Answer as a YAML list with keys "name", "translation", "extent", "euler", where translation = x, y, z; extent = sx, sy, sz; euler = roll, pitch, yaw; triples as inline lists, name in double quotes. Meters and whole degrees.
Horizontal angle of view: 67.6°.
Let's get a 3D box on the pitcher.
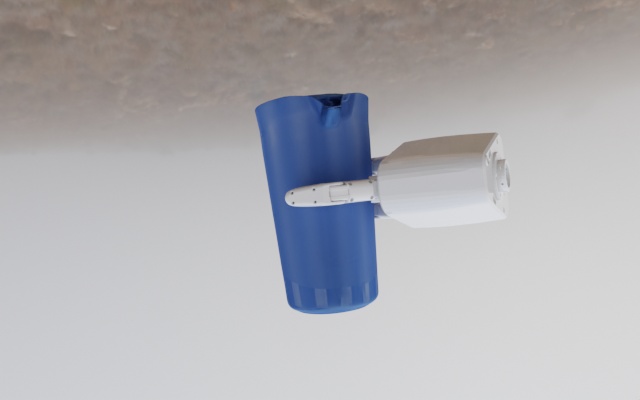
- name: "pitcher"
  translation: [0.000, 0.002, 0.570]
  extent: [0.145, 0.243, 0.149]
  euler: [-6, 0, 28]
